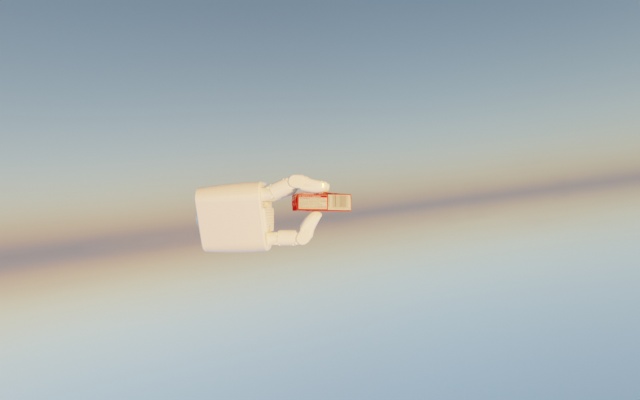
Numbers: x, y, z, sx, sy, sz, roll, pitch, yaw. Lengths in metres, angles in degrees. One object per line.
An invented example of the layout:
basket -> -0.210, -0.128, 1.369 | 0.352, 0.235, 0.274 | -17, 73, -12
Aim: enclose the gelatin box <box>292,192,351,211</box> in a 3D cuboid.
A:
gelatin box -> 0.000, 0.003, 0.776 | 0.089, 0.030, 0.073 | 1, -1, -8
